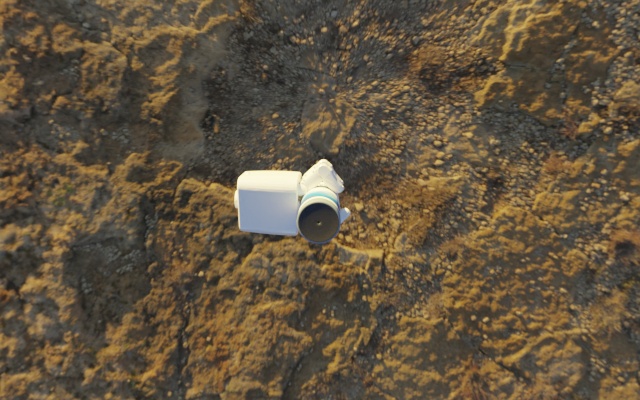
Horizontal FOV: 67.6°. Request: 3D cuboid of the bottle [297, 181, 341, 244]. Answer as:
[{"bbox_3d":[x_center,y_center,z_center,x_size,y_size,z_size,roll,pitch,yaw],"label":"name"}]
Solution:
[{"bbox_3d":[0.000,0.003,0.860,0.069,0.069,0.295,0,12,1],"label":"bottle"}]
